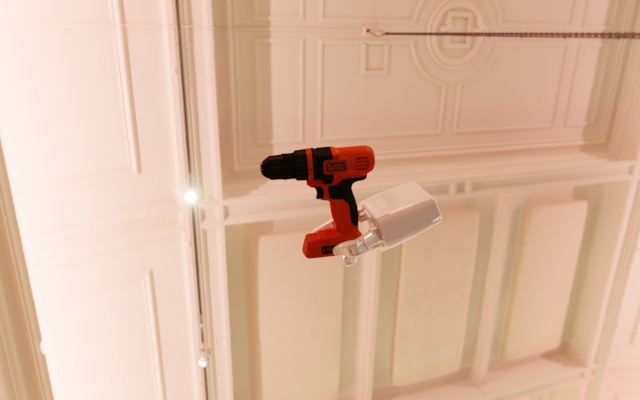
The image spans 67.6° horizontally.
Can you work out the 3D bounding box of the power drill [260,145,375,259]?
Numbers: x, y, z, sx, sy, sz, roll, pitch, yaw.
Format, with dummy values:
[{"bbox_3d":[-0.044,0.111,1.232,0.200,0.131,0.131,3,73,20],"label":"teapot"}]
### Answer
[{"bbox_3d":[0.000,0.003,0.791,0.184,0.188,0.057,-5,25,-3],"label":"power drill"}]
